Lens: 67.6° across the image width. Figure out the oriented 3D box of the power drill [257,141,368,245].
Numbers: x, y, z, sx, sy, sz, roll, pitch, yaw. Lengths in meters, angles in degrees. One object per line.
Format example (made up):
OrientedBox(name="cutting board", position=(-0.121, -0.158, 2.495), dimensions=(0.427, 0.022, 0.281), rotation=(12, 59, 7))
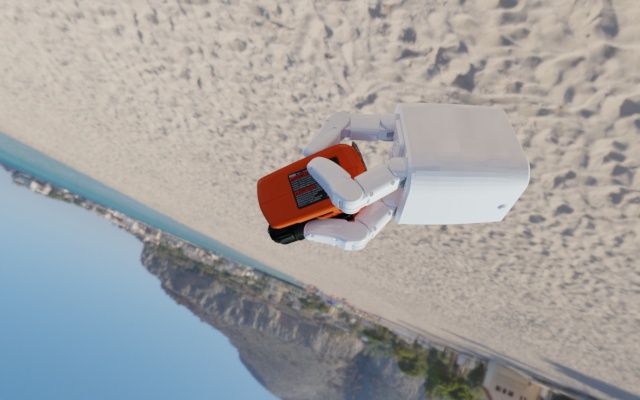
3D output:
OrientedBox(name="power drill", position=(0.000, 0.002, 0.527), dimensions=(0.184, 0.057, 0.187), rotation=(-23, -11, 12))
